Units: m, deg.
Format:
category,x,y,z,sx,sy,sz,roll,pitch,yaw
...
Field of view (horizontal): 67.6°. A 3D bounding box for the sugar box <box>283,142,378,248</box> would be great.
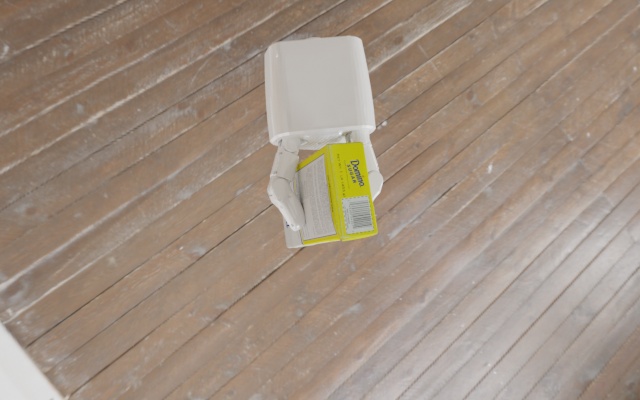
category,x,y,z,sx,sy,sz,roll,pitch,yaw
sugar box,0.001,0.002,0.529,0.048,0.093,0.176,-6,-5,-19
